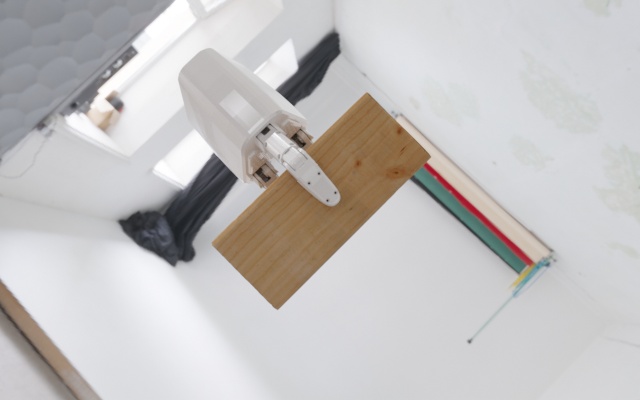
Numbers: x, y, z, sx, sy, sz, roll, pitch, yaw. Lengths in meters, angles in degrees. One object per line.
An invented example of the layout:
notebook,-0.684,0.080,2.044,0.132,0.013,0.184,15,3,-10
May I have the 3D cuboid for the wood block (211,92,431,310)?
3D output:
wood block,0.000,0.001,0.489,0.206,0.090,0.091,-45,0,-4
